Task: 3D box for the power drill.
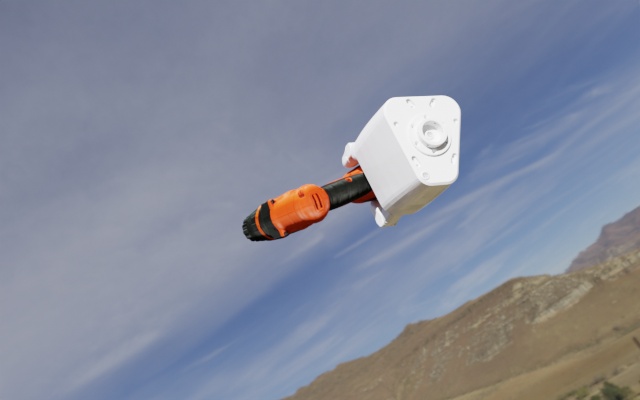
[{"bbox_3d":[0.001,0.002,0.645,0.187,0.057,0.184,-23,2,-35],"label":"power drill"}]
